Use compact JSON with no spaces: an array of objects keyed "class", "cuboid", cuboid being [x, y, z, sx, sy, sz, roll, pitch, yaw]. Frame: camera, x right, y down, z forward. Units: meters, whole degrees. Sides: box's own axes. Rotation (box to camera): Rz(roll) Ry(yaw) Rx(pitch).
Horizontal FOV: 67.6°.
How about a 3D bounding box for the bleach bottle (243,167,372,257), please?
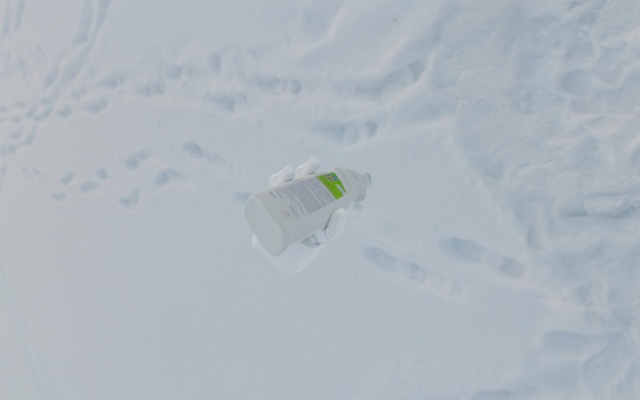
[{"class":"bleach bottle","cuboid":[0.000,0.003,0.798,0.251,0.102,0.068,-21,-24,-40]}]
